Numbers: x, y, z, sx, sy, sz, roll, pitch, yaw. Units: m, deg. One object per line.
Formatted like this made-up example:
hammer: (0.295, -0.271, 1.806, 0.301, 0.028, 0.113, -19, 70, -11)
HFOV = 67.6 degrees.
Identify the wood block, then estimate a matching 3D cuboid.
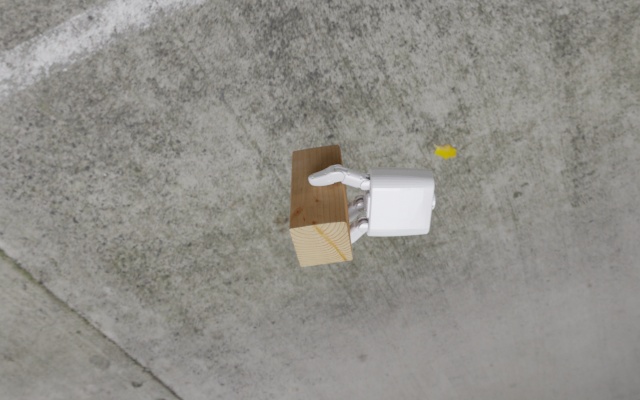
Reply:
wood block: (0.000, 0.003, 0.826, 0.090, 0.091, 0.206, -8, 40, 5)
